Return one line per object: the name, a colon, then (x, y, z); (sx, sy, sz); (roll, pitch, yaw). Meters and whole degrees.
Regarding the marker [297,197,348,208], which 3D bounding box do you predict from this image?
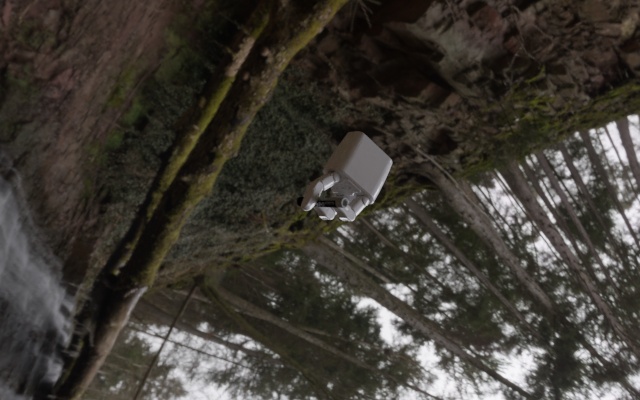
marker: (0.000, 0.003, 0.882); (0.121, 0.020, 0.020); (2, 1, 45)
